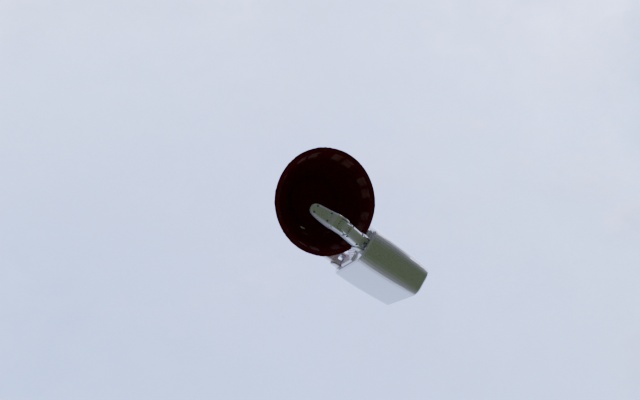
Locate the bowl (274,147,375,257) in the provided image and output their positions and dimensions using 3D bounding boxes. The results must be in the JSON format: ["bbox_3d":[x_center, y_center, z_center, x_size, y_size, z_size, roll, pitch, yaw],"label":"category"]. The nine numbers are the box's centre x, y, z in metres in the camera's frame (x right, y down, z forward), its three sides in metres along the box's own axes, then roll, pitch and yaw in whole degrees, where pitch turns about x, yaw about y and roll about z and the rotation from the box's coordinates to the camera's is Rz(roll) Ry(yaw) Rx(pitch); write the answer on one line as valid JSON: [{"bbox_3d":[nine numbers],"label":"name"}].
[{"bbox_3d":[-0.001,0.001,0.727,0.162,0.162,0.055,0,-1,-23],"label":"bowl"}]
